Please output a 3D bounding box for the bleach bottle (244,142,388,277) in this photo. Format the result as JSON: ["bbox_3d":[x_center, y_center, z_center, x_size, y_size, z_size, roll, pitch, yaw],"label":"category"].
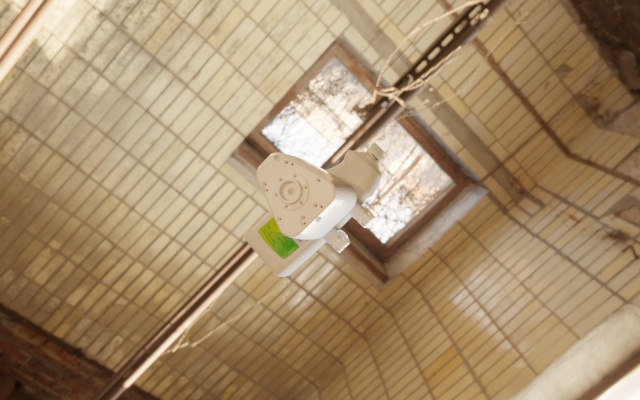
[{"bbox_3d":[0.000,0.003,0.751,0.251,0.102,0.068,-45,-15,10],"label":"bleach bottle"}]
